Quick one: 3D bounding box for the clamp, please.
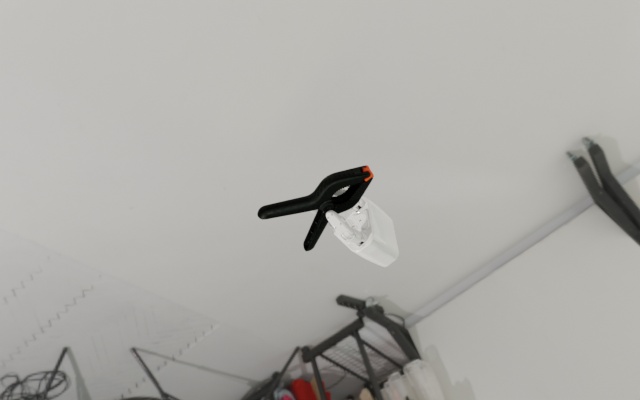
[{"bbox_3d":[0.001,0.003,0.863,0.210,0.036,0.165,-40,-42,17],"label":"clamp"}]
